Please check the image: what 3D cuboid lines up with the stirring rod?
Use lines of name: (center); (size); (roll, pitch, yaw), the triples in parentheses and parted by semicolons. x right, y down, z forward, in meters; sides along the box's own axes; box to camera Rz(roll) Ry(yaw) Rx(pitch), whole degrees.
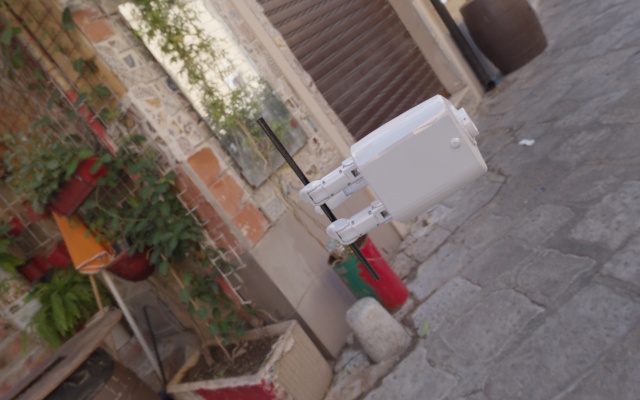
stirring rod: (0.000, 0.002, 0.568); (0.011, 0.239, 0.011); (-35, 11, 8)
